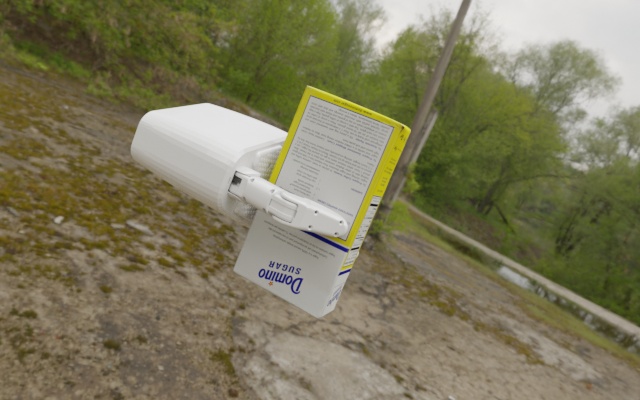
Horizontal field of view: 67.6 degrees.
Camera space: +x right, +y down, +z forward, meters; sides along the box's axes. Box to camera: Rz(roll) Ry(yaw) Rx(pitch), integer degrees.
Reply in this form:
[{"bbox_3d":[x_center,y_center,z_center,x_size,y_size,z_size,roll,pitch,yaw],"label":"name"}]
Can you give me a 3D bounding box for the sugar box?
[{"bbox_3d":[0.000,0.001,0.416,0.093,0.176,0.048,26,9,19],"label":"sugar box"}]
